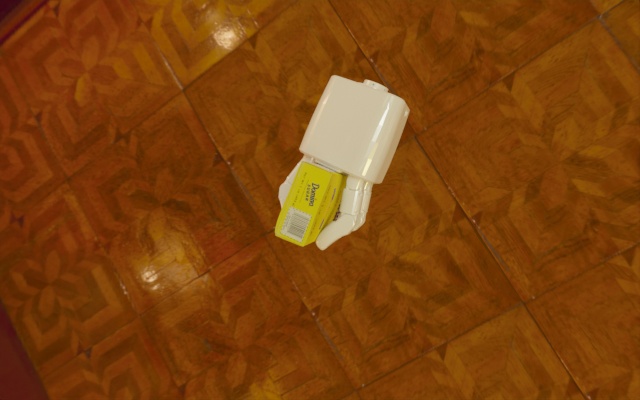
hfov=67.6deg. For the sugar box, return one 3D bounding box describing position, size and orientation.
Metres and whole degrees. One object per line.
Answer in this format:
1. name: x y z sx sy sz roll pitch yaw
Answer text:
1. sugar box: 0.001 0.002 0.622 0.048 0.093 0.176 24 8 14
